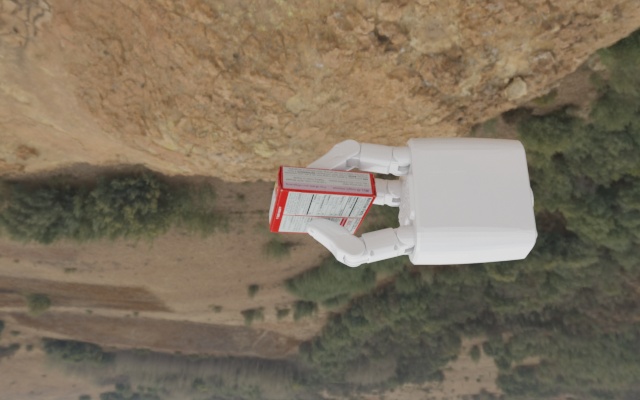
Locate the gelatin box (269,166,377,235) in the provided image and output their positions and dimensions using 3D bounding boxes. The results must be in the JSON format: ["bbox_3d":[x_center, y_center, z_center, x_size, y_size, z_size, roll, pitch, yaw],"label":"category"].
[{"bbox_3d":[0.000,0.002,0.449,0.089,0.030,0.073,3,-33,-12],"label":"gelatin box"}]
